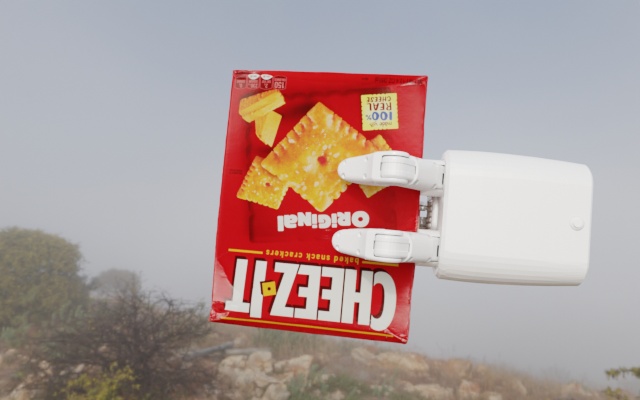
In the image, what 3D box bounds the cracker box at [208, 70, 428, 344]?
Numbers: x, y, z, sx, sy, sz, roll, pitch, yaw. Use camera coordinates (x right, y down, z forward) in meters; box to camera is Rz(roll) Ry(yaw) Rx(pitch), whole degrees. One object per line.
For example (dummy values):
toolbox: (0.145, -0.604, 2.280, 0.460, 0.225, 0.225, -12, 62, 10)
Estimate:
cracker box: (0.000, 0.001, 0.408, 0.164, 0.213, 0.072, 5, -3, 7)
